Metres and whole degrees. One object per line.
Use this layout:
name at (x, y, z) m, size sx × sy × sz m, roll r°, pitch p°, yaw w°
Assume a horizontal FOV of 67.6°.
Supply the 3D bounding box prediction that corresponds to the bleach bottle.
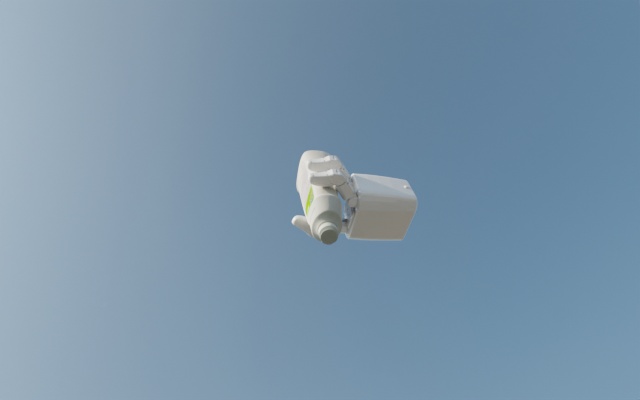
bleach bottle at (0.000, 0.003, 0.847) m, size 0.068 × 0.103 × 0.250 m, roll 4°, pitch 29°, yaw -9°
